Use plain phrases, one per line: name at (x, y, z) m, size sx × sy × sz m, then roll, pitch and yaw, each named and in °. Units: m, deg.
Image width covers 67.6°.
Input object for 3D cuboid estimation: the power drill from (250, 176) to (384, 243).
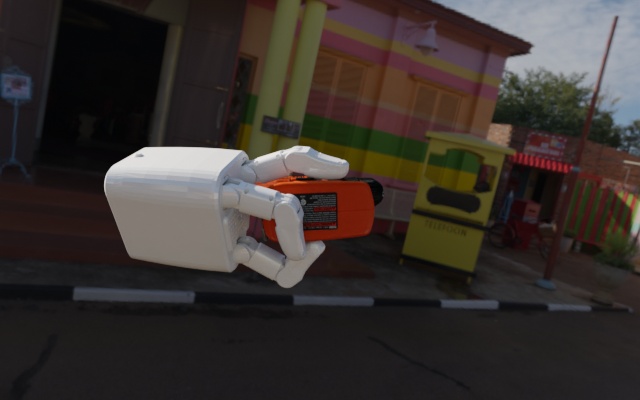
power drill at (0.000, 0.002, 0.530) m, size 0.184 × 0.057 × 0.187 m, roll -5°, pitch 5°, yaw -9°
